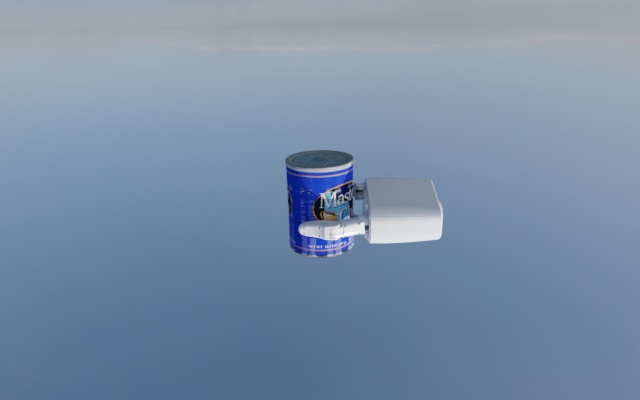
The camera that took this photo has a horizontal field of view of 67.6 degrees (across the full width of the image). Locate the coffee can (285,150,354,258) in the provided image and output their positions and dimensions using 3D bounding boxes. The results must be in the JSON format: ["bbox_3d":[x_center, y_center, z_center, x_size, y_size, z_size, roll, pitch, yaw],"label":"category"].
[{"bbox_3d":[0.000,0.002,0.736,0.103,0.140,0.102,-1,20,0],"label":"coffee can"}]
